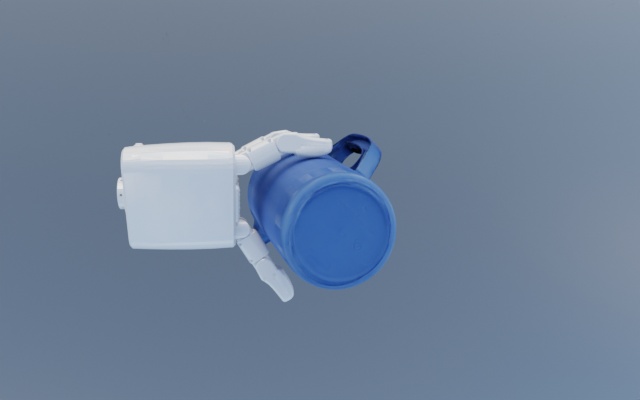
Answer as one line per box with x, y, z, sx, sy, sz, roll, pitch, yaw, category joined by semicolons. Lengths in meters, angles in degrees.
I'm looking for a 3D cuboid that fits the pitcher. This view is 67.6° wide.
0.000;0.002;0.531;0.145;0.149;0.243;-1;9;-13;pitcher
